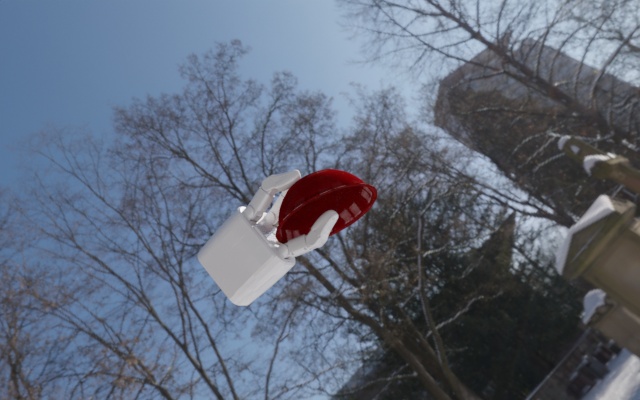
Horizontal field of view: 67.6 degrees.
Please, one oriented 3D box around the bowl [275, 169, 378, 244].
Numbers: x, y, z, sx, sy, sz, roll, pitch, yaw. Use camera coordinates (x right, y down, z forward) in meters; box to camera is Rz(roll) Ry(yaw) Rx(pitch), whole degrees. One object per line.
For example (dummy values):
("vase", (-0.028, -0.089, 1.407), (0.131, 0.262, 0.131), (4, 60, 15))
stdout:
("bowl", (0.001, 0.001, 0.703), (0.162, 0.055, 0.162), (-21, -24, -10))
